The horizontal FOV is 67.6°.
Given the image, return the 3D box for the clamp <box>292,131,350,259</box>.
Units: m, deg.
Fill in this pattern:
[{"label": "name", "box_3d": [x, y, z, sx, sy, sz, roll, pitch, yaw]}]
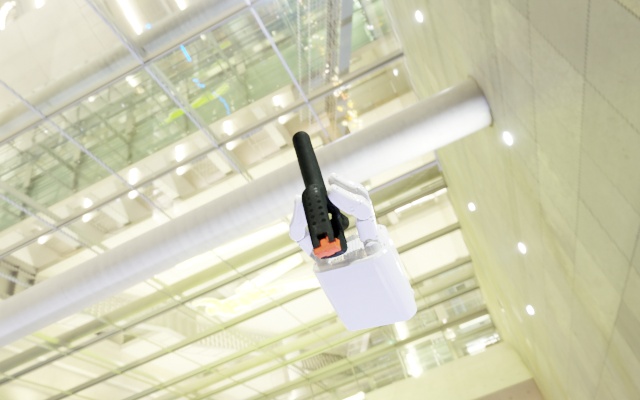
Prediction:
[{"label": "clamp", "box_3d": [-0.001, 0.003, 0.608, 0.036, 0.164, 0.210, -23, 17, 9]}]
